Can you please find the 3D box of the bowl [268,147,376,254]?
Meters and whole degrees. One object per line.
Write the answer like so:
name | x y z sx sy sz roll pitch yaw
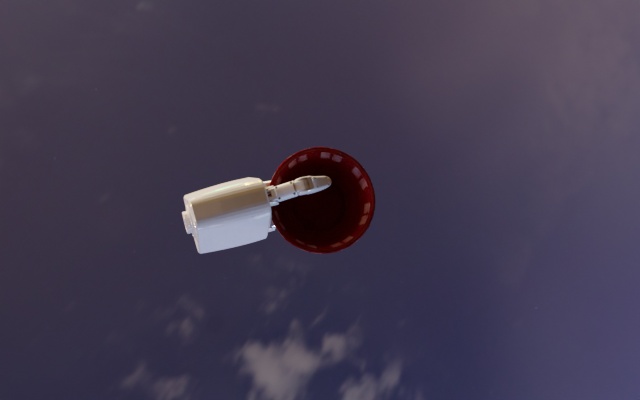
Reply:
bowl | 0.001 0.002 0.735 0.162 0.162 0.055 0 -10 -5
